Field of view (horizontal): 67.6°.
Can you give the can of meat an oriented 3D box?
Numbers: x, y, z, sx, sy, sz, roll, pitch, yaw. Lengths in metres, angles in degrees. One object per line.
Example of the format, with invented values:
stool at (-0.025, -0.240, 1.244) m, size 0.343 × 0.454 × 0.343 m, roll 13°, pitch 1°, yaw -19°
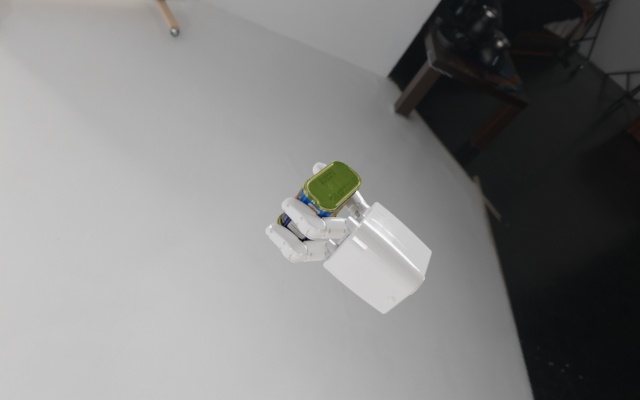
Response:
can of meat at (0.000, 0.002, 0.638) m, size 0.102 × 0.057 × 0.084 m, roll -41°, pitch -8°, yaw -46°
